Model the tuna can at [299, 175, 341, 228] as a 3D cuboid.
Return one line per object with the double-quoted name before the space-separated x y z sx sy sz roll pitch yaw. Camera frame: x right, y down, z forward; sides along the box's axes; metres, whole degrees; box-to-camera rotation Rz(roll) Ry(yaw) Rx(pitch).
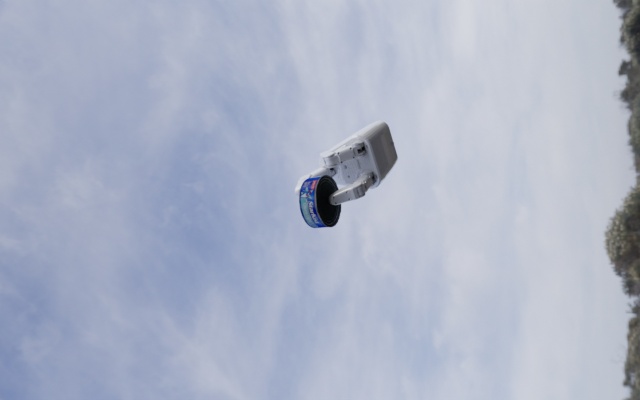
"tuna can" 0.000 0.003 0.781 0.034 0.086 0.086 -6 -3 29
